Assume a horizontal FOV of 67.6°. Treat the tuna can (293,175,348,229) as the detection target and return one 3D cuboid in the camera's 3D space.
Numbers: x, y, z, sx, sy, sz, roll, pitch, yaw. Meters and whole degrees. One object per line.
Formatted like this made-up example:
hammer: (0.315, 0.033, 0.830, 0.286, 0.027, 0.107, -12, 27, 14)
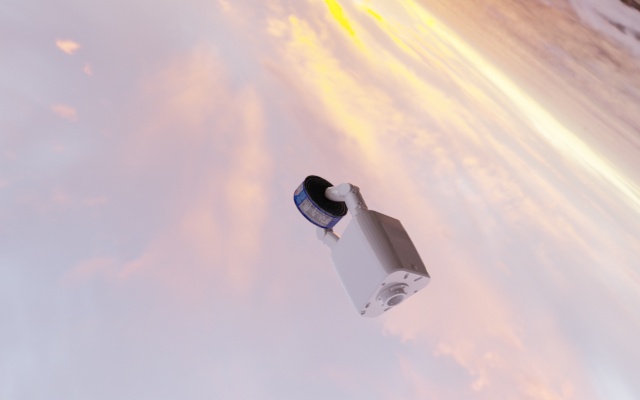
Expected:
tuna can: (0.000, 0.003, 0.750, 0.086, 0.086, 0.034, 0, -40, -51)
